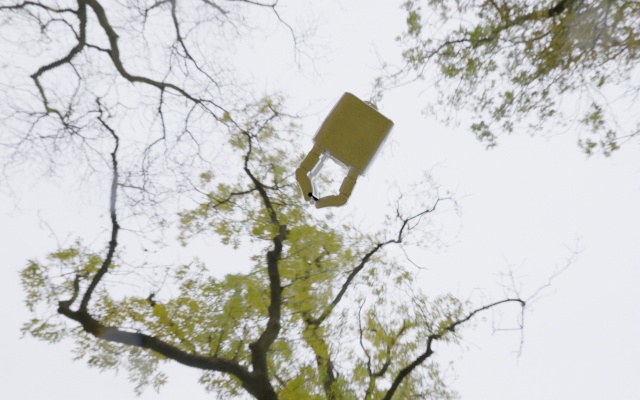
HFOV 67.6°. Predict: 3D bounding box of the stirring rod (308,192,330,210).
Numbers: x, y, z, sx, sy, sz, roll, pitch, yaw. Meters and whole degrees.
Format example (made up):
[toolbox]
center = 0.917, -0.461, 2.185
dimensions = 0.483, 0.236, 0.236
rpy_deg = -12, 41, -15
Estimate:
[stirring rod]
center = 0.000, 0.003, 0.888
dimensions = 0.011, 0.011, 0.239
rpy_deg = 0, -6, 8
